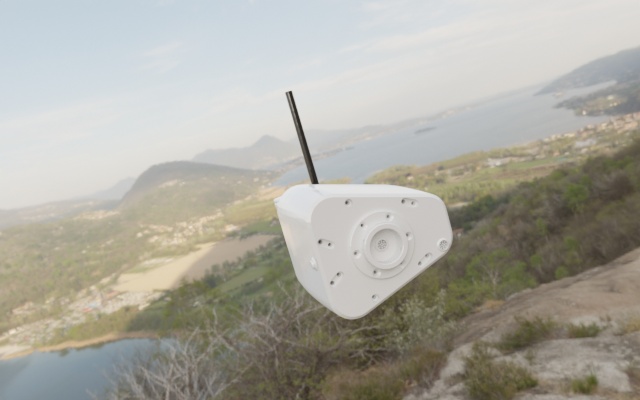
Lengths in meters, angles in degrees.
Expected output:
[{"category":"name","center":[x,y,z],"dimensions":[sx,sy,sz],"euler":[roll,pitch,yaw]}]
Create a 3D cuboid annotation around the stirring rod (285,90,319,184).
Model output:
[{"category":"stirring rod","center":[0.000,0.002,0.510],"dimensions":[0.011,0.239,0.011],"euler":[-16,7,2]}]
